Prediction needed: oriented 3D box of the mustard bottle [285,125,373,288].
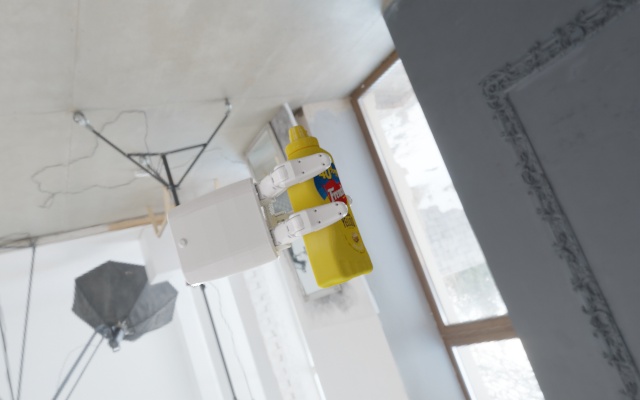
[{"bbox_3d":[0.000,0.002,0.557,0.058,0.191,0.096,-25,-12,25],"label":"mustard bottle"}]
